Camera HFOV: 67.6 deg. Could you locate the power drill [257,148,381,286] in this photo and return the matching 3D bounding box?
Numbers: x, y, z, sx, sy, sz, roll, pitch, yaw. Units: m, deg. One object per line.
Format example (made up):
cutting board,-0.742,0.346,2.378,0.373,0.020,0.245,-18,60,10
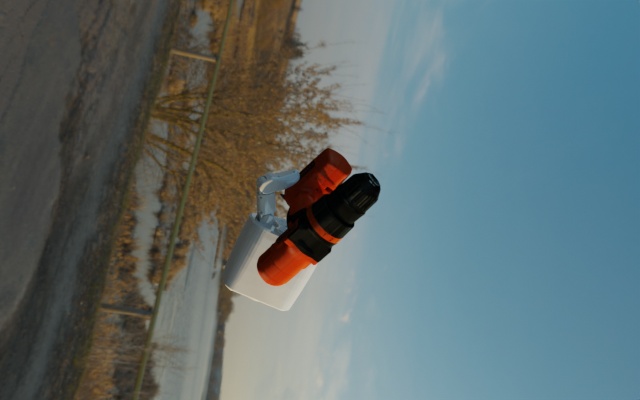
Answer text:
power drill,0.000,0.002,0.605,0.184,0.057,0.187,-41,17,22
